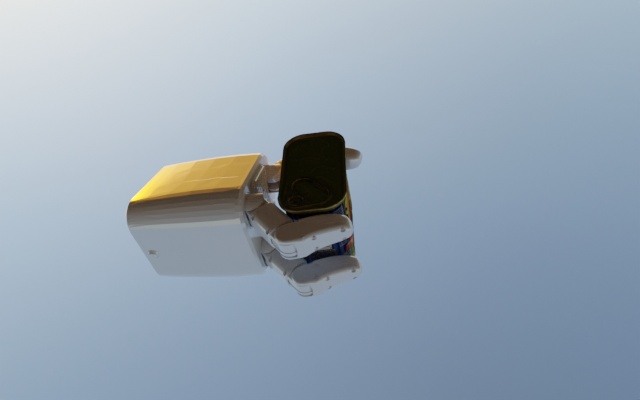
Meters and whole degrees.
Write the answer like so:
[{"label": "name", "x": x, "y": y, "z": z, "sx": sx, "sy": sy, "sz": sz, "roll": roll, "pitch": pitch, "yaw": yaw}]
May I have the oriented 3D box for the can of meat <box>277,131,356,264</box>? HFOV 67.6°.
[{"label": "can of meat", "x": 0.000, "y": 0.002, "z": 0.437, "sx": 0.057, "sy": 0.084, "sz": 0.102, "roll": -6, "pitch": 43, "yaw": 7}]
